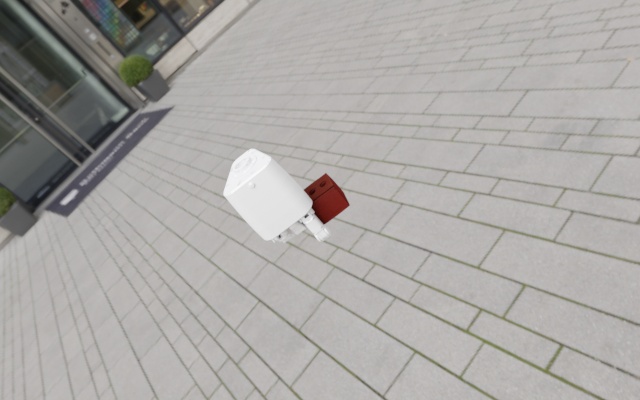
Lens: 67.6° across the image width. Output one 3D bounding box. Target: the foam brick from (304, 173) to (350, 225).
[{"bbox_3d":[0.000,0.002,0.799,0.078,0.051,0.053,-37,28,6],"label":"foam brick"}]
